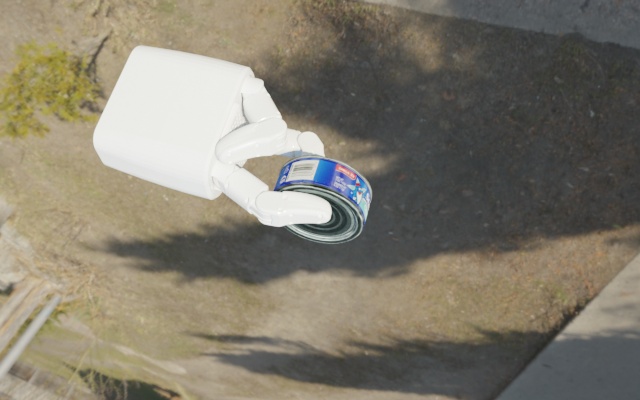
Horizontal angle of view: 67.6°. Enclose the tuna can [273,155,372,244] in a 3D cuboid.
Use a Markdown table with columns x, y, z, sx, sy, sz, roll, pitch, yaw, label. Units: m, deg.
| x | y | z | sx | sy | sz | roll | pitch | yaw | label |
| --- | --- | --- | --- | --- | --- | --- | --- | --- | --- |
| 0.000 | 0.002 | 0.419 | 0.086 | 0.033 | 0.086 | 11 | -36 | 8 | tuna can |
